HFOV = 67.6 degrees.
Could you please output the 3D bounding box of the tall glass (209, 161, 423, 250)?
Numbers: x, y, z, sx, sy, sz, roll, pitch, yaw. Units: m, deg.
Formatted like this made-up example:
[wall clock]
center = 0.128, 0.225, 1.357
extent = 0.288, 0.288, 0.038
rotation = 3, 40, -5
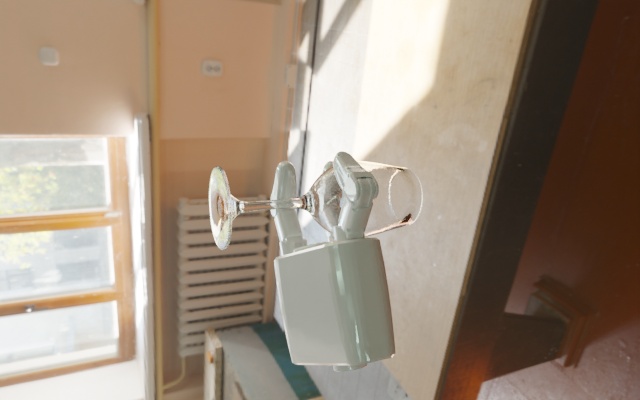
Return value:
[tall glass]
center = -0.001, 0.001, 0.462
extent = 0.201, 0.079, 0.079
rotation = -4, 2, -25
